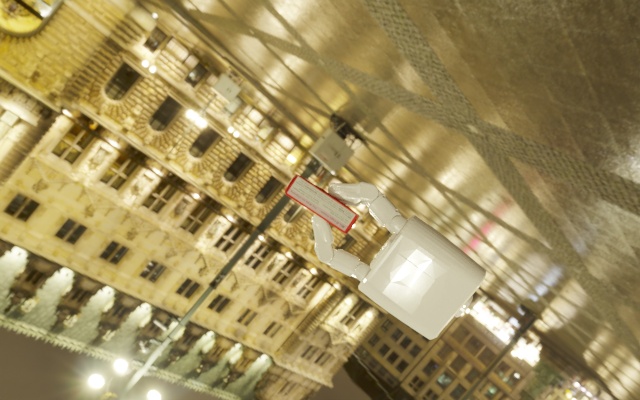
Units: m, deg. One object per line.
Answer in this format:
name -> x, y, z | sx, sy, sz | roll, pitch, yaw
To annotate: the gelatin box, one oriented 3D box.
gelatin box -> 0.000, 0.002, 0.579 | 0.089, 0.030, 0.073 | 33, 1, -5
